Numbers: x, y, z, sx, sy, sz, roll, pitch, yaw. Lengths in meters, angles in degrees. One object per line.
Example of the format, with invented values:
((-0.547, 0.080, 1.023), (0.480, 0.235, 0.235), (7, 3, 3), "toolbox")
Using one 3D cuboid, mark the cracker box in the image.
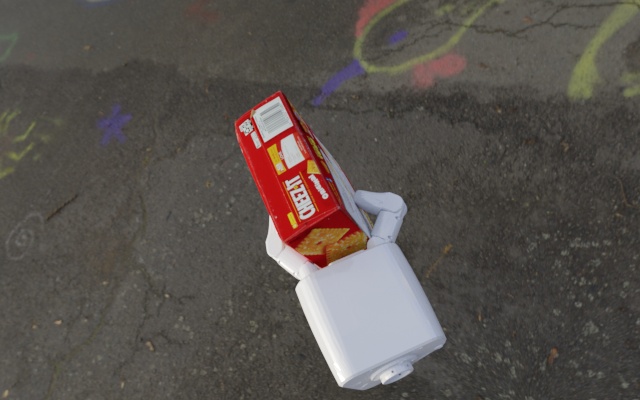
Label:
((0.000, 0.002, 0.553), (0.072, 0.164, 0.214), (-31, -31, 8), "cracker box")
